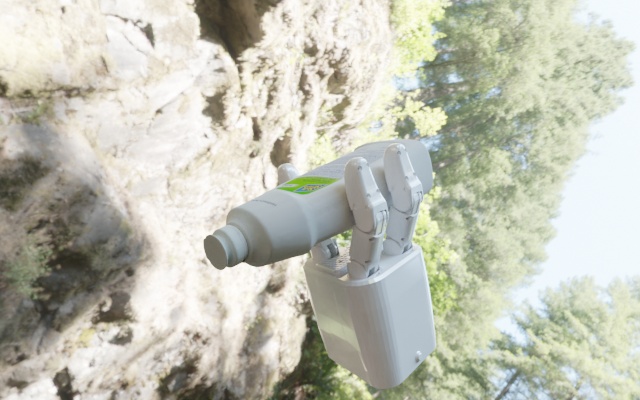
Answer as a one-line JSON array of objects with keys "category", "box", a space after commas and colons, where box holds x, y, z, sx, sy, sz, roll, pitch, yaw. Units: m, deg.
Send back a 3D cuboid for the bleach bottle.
[{"category": "bleach bottle", "box": [0.000, 0.001, 0.440, 0.102, 0.068, 0.251, -2, 16, 45]}]
